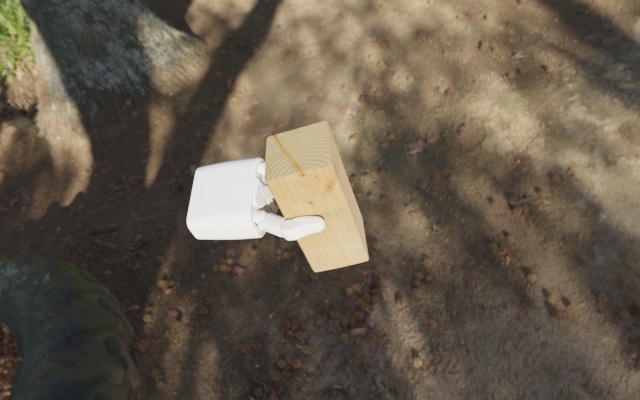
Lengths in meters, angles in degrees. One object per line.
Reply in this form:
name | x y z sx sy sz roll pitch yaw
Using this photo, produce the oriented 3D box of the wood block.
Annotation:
wood block | 0.000 0.002 0.686 0.090 0.090 0.206 -14 -45 10
